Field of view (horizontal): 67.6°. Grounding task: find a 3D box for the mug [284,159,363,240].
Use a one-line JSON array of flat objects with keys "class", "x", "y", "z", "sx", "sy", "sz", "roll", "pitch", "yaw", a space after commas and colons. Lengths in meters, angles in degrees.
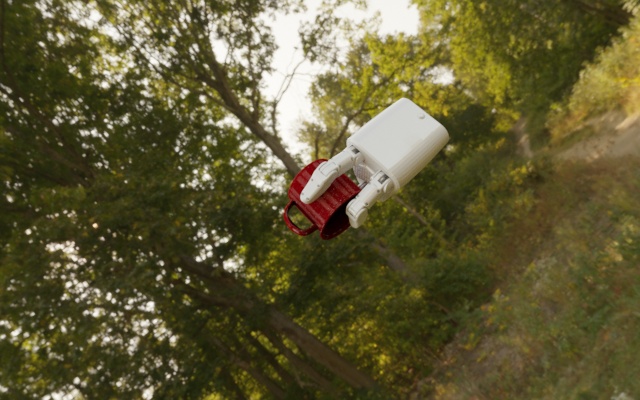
[{"class": "mug", "x": -0.001, "y": 0.003, "z": 0.672, "sx": 0.117, "sy": 0.081, "sz": 0.093, "roll": -39, "pitch": -23, "yaw": -16}]
